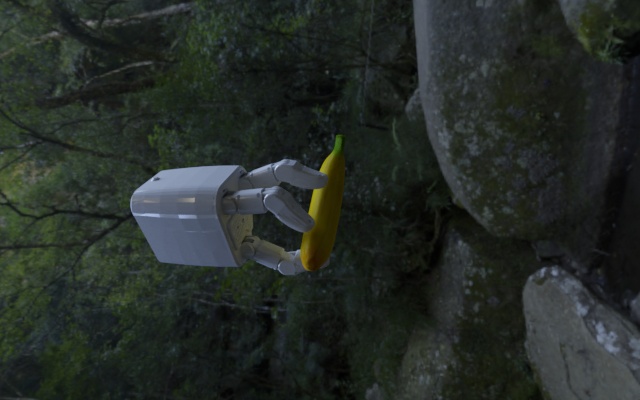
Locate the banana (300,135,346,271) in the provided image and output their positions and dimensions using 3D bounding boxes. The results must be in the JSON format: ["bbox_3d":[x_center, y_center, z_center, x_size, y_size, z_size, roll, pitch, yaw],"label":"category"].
[{"bbox_3d":[0.003,0.011,0.564,0.037,0.197,0.070,3,-40,10],"label":"banana"}]
